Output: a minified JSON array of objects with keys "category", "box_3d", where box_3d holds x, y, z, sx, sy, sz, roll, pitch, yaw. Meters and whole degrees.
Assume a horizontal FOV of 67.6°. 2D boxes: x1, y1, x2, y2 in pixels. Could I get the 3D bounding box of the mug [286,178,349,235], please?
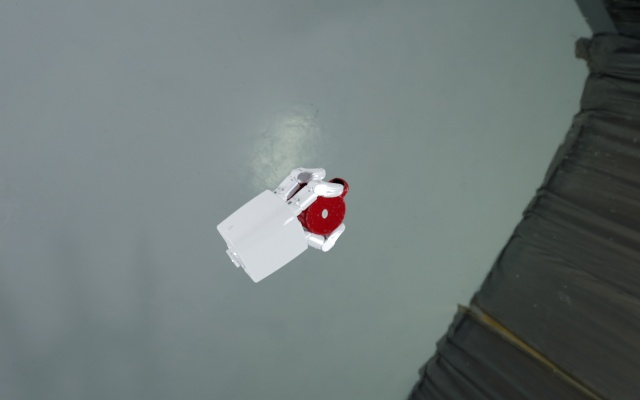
[{"category":"mug","box_3d":[0.001,0.002,0.832,0.117,0.093,0.081,-36,34,-14]}]
